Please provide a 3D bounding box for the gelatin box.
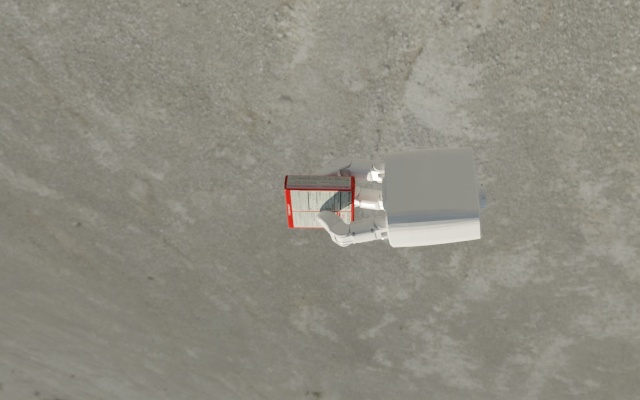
[{"bbox_3d":[0.000,0.002,0.618,0.089,0.030,0.073,0,-44,2],"label":"gelatin box"}]
